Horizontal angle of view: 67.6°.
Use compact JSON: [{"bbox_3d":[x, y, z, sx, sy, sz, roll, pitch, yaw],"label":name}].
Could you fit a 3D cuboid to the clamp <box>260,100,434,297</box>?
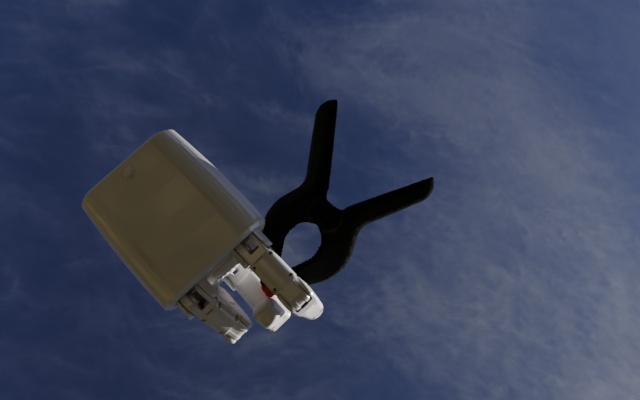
[{"bbox_3d":[0.000,0.002,0.405,0.171,0.120,0.039,-43,-5,-9],"label":"clamp"}]
